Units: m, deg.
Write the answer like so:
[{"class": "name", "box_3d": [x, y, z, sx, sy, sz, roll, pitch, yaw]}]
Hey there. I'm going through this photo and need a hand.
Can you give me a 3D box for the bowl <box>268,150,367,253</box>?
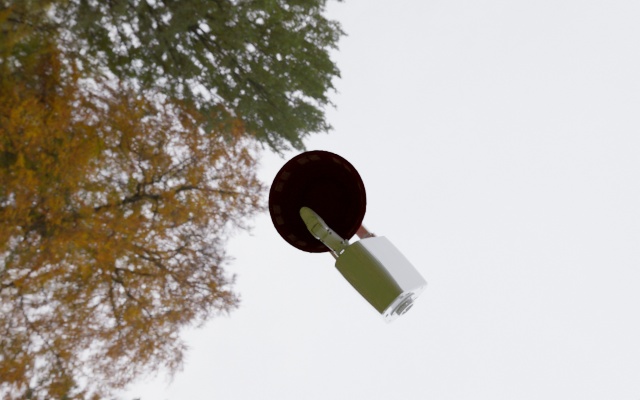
[{"class": "bowl", "box_3d": [0.000, 0.001, 0.766, 0.162, 0.162, 0.055, 0, -2, 17]}]
